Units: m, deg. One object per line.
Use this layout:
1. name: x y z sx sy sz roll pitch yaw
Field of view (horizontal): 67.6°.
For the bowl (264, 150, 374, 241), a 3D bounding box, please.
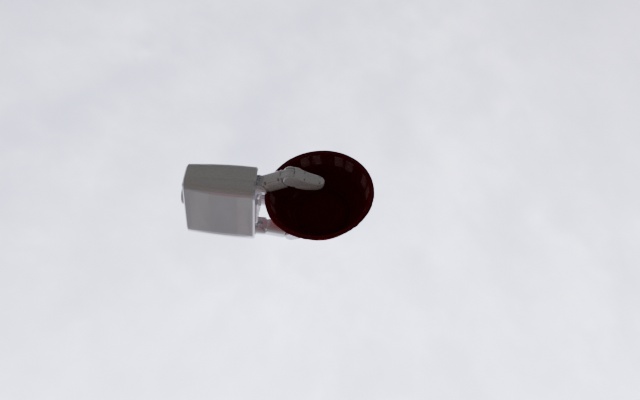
1. bowl: 0.001 0.003 0.715 0.162 0.162 0.055 0 -35 7
